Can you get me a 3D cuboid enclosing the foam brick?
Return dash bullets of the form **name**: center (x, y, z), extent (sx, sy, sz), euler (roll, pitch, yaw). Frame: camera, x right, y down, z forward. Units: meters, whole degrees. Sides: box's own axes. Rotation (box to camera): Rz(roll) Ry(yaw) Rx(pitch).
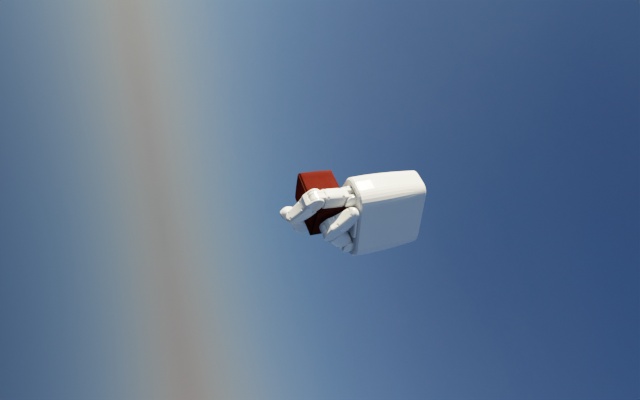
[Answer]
- **foam brick**: center (0.000, 0.002, 0.688), extent (0.051, 0.078, 0.053), euler (-10, -38, -19)
